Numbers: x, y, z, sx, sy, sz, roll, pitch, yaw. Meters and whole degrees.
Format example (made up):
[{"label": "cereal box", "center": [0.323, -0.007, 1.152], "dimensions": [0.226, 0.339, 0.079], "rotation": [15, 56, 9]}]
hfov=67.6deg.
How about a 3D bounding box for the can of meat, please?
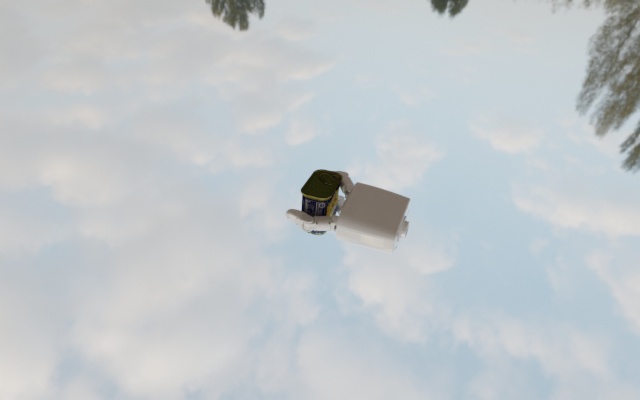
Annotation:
[{"label": "can of meat", "center": [0.000, 0.003, 0.888], "dimensions": [0.057, 0.084, 0.102], "rotation": [14, 34, 13]}]
